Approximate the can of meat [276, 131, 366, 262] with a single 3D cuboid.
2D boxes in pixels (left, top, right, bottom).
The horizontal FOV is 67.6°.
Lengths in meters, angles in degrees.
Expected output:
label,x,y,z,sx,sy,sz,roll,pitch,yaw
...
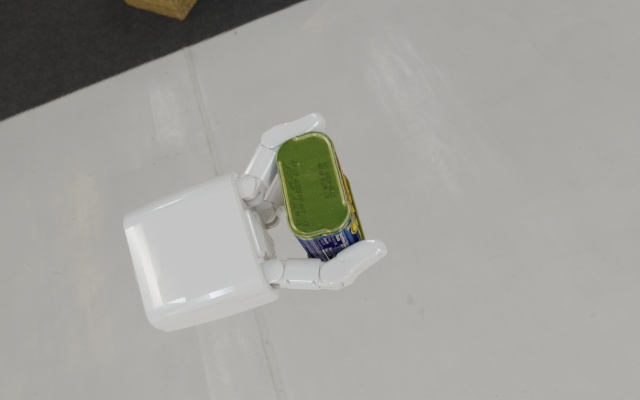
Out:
label,x,y,z,sx,sy,sz,roll,pitch,yaw
can of meat,0.000,0.001,0.425,0.057,0.102,0.084,-16,-27,5
